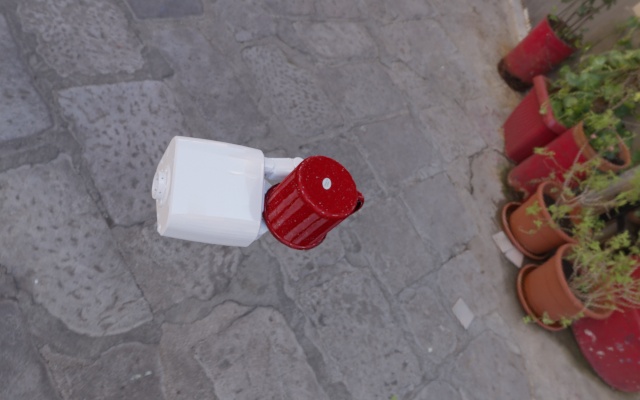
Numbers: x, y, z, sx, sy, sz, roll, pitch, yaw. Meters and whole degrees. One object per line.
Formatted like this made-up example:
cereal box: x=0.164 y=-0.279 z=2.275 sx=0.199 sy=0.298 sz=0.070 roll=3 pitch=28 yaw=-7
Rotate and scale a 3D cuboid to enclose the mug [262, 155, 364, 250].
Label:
mug: x=0.001 y=0.002 z=0.565 sx=0.117 sy=0.093 sz=0.081 roll=7 pitch=-30 yaw=-31
